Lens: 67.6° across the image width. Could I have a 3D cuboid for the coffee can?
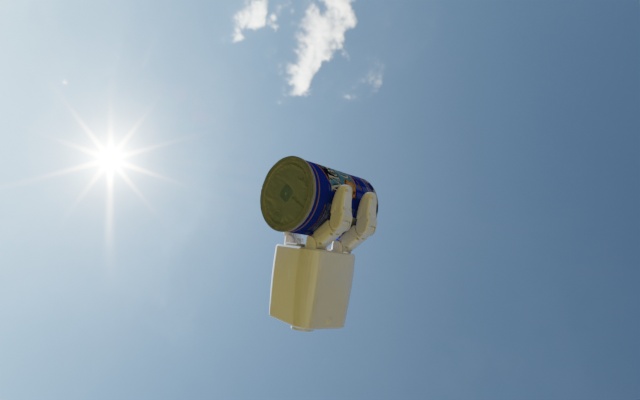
[{"bbox_3d":[0.000,0.002,0.681,0.103,0.103,0.140,0,-10,43],"label":"coffee can"}]
